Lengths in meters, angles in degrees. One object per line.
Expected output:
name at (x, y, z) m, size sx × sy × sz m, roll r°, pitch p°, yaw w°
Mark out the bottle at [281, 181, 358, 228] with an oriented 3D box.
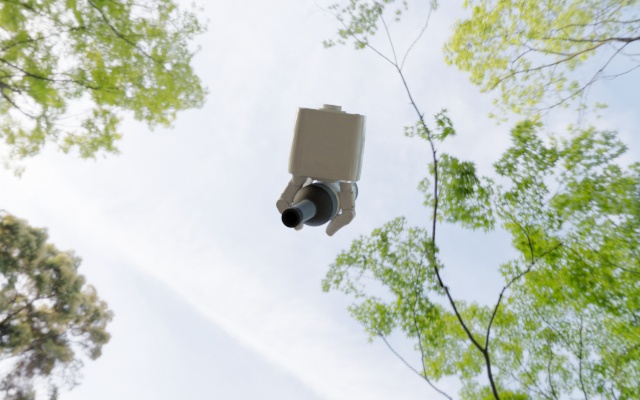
bottle at (0.000, 0.003, 0.772) m, size 0.069 × 0.069 × 0.295 m, roll 0°, pitch 8°, yaw 16°
